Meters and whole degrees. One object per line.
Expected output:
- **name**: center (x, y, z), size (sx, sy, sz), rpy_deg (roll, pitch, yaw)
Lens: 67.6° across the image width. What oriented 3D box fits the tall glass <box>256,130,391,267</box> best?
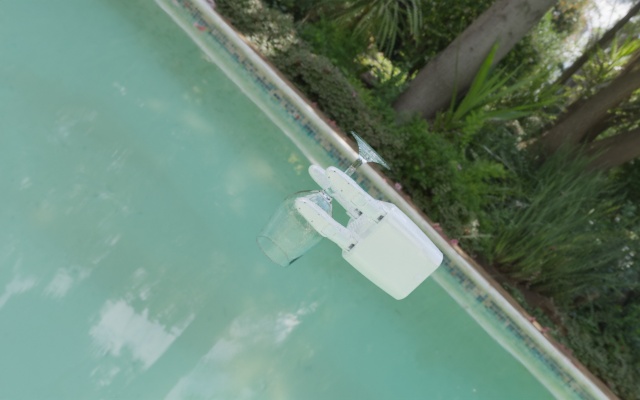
- **tall glass**: center (0.000, 0.002, 0.656), size (0.079, 0.201, 0.079), rpy_deg (42, 11, -10)
